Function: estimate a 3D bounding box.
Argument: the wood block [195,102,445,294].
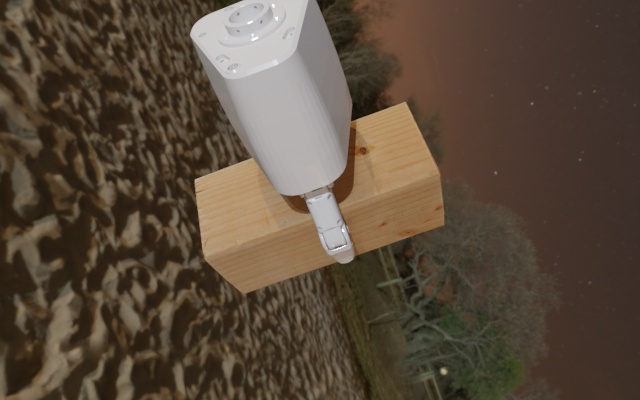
[{"bbox_3d":[0.000,0.001,0.446,0.206,0.090,0.090,-19,-34,5],"label":"wood block"}]
